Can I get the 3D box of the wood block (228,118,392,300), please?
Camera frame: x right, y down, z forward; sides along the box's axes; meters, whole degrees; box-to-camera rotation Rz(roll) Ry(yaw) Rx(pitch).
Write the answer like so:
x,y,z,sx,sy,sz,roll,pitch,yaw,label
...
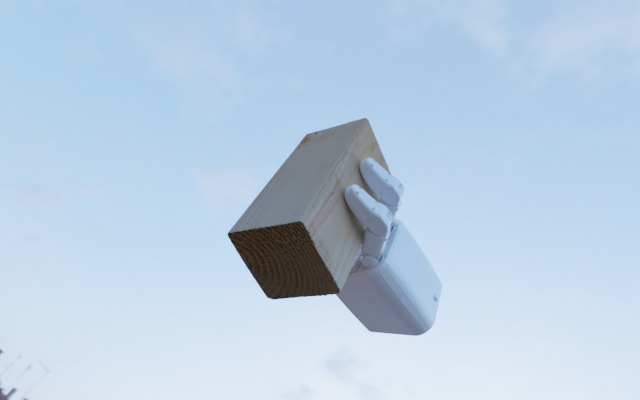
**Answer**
x,y,z,sx,sy,sz,roll,pitch,yaw,label
0.000,0.002,0.527,0.091,0.090,0.206,-12,29,31,wood block
